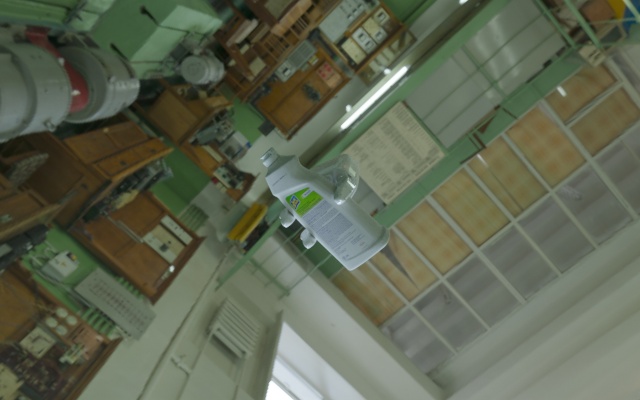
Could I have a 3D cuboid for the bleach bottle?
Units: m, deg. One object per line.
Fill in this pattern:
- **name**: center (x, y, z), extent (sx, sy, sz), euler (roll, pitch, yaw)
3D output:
- **bleach bottle**: center (0.000, 0.003, 0.824), extent (0.102, 0.251, 0.068), euler (-40, 11, 21)
